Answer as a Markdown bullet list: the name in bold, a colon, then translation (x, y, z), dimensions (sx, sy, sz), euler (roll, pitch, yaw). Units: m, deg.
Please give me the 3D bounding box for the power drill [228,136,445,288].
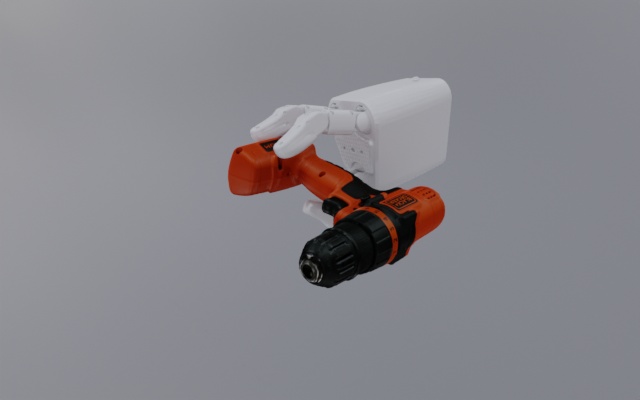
- **power drill**: translation (0.000, 0.001, 0.449), dimensions (0.187, 0.057, 0.184), euler (30, 31, 31)
